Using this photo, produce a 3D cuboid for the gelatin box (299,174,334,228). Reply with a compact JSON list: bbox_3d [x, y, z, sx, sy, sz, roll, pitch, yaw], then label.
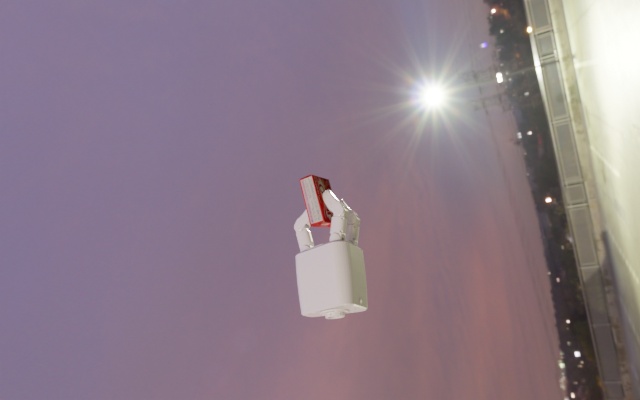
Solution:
[{"bbox_3d":[0.000,0.003,0.849,0.030,0.089,0.073,-20,-12,22],"label":"gelatin box"}]
